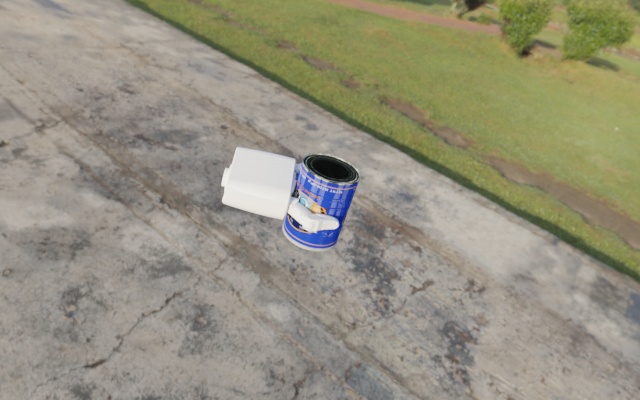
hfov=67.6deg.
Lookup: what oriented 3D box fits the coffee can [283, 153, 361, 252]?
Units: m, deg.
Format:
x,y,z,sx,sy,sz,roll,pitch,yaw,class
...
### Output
x,y,z,sx,sy,sz,roll,pitch,yaw,class
0.000,0.003,0.829,0.103,0.140,0.102,14,29,-8,coffee can
